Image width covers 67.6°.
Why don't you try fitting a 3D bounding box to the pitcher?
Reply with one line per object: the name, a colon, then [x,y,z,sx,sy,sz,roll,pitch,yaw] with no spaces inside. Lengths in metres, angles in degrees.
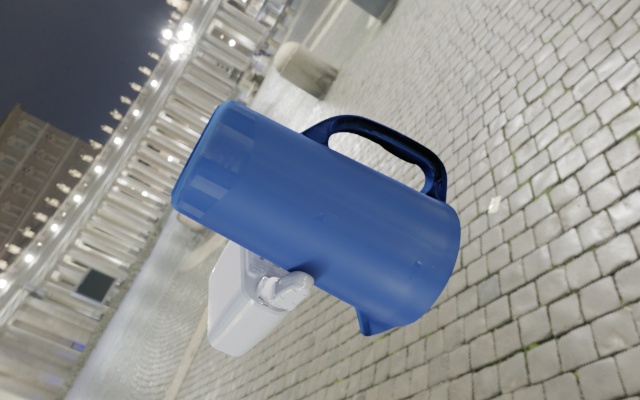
pitcher: [0.000,0.002,0.443,0.243,0.149,0.145,28,-51,-14]
